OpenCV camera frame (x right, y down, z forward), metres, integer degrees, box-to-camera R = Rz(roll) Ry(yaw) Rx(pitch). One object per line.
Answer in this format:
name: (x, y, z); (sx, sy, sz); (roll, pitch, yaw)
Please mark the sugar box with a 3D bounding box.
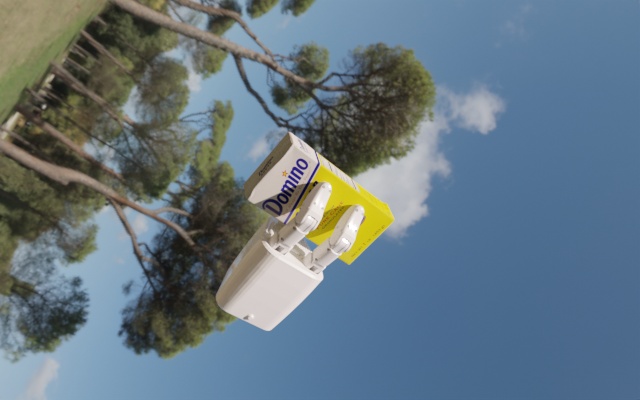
sugar box: (0.000, 0.002, 0.606); (0.176, 0.093, 0.048); (33, 19, -28)
